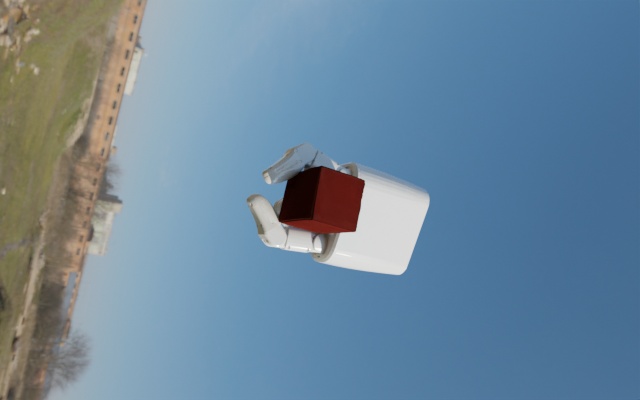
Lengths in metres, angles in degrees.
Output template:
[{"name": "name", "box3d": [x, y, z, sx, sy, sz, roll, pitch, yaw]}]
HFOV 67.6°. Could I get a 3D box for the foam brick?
[{"name": "foam brick", "box3d": [0.000, 0.002, 0.473, 0.051, 0.053, 0.078, 17, -12, -25]}]
